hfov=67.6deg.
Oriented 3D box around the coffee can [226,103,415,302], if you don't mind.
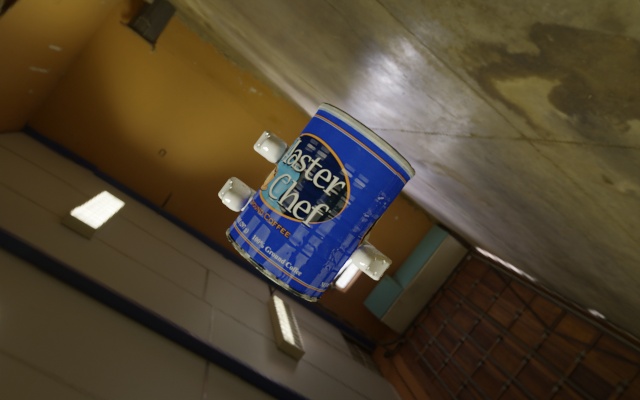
[{"bbox_3d":[0.000,0.001,0.420,0.103,0.140,0.103,37,2,-1],"label":"coffee can"}]
